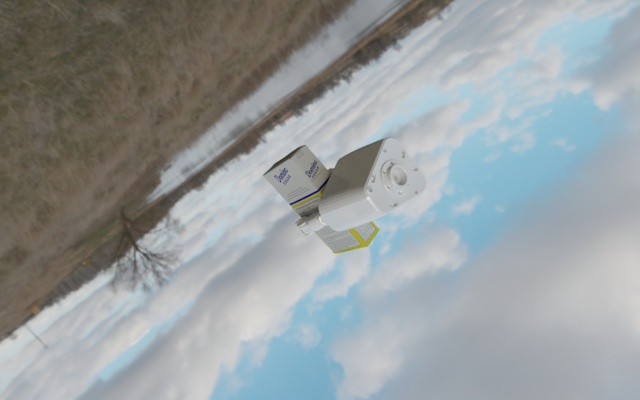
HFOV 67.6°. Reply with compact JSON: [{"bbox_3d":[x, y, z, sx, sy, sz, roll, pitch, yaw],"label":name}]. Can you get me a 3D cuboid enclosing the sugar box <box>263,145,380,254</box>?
[{"bbox_3d":[0.001,0.002,0.734,0.048,0.176,0.093,-47,14,-33],"label":"sugar box"}]
